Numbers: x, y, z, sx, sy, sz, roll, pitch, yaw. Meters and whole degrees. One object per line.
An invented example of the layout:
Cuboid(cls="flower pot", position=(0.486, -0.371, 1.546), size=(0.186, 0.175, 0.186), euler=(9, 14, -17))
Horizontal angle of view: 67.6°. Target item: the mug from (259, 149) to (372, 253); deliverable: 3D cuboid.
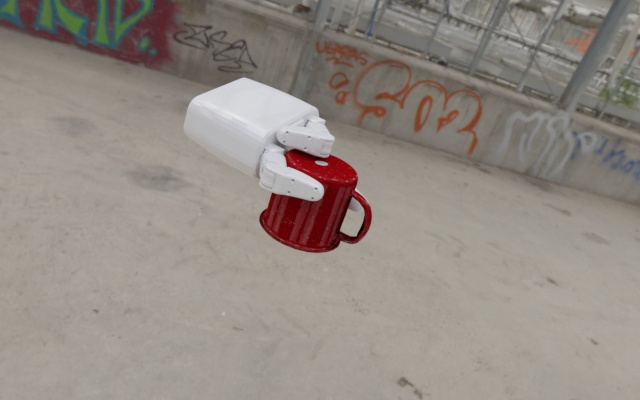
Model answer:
Cuboid(cls="mug", position=(0.001, 0.002, 0.503), size=(0.117, 0.081, 0.093), euler=(28, 25, 19))
